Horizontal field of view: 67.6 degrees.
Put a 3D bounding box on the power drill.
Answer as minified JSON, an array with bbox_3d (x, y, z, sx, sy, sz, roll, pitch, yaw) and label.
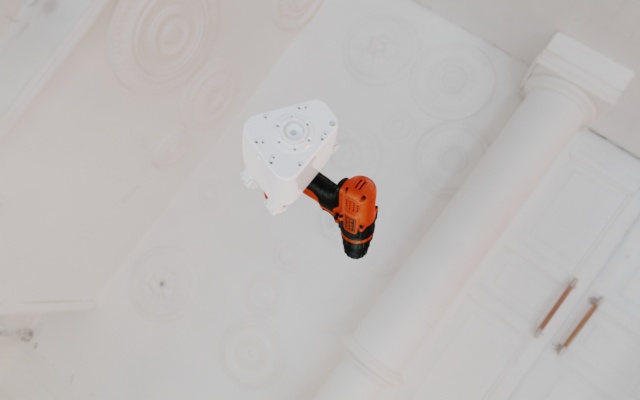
[{"bbox_3d":[0.000,0.002,0.732,0.187,0.057,0.185,27,-33,19],"label":"power drill"}]
